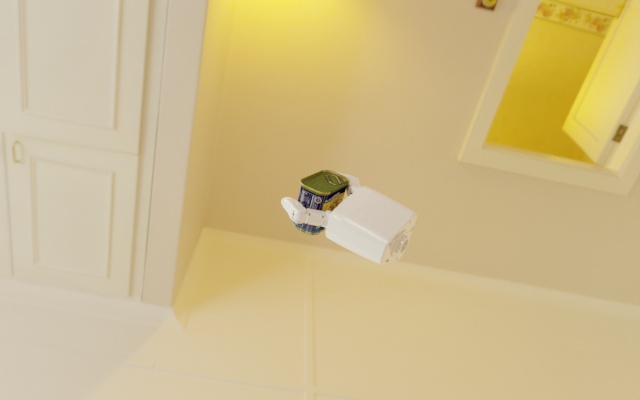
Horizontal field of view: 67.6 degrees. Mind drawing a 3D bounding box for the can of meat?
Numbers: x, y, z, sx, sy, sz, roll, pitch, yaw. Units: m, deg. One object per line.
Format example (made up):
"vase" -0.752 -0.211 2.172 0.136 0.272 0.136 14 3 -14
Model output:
"can of meat" 0.000 0.003 0.825 0.057 0.084 0.102 25 27 22
